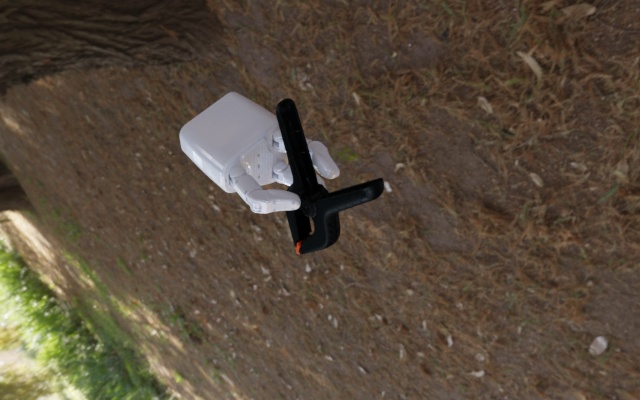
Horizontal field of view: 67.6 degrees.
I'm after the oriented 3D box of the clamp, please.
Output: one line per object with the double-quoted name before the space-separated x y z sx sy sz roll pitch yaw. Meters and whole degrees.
"clamp" -0.001 0.002 0.578 0.036 0.210 0.164 -28 53 -31
